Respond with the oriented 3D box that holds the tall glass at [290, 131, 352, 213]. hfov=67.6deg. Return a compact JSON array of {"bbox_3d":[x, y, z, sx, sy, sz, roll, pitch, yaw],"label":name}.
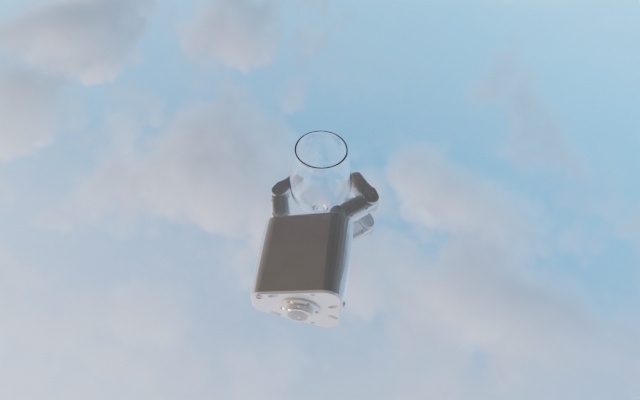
[{"bbox_3d":[0.000,0.002,0.628,0.079,0.079,0.201,0,-39,-1],"label":"tall glass"}]
